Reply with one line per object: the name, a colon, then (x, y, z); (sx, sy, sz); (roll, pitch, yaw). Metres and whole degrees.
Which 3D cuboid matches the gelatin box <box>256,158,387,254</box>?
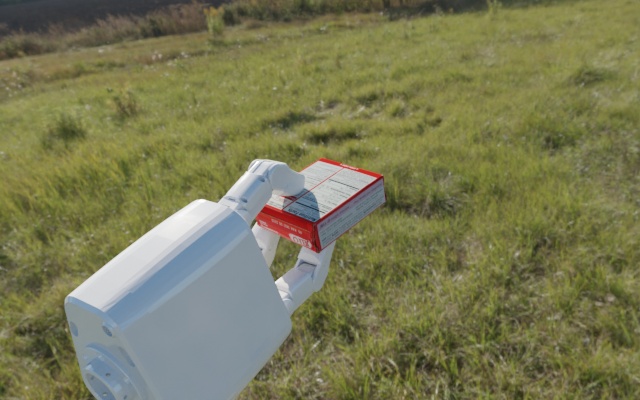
gelatin box: (0.000, 0.001, 0.403); (0.073, 0.030, 0.089); (19, 42, 41)
